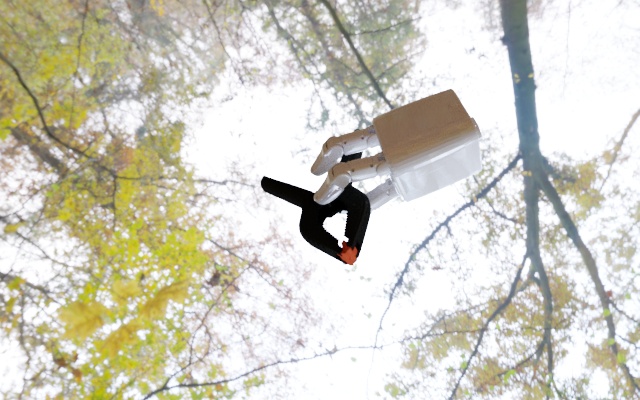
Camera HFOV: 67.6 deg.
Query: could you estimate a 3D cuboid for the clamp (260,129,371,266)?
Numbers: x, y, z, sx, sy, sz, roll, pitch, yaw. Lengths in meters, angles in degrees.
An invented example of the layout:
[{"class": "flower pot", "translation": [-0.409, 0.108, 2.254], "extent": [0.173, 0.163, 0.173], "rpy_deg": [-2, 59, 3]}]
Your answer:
[{"class": "clamp", "translation": [0.001, 0.003, 0.617], "extent": [0.164, 0.209, 0.036], "rpy_deg": [-22, -47, 11]}]
